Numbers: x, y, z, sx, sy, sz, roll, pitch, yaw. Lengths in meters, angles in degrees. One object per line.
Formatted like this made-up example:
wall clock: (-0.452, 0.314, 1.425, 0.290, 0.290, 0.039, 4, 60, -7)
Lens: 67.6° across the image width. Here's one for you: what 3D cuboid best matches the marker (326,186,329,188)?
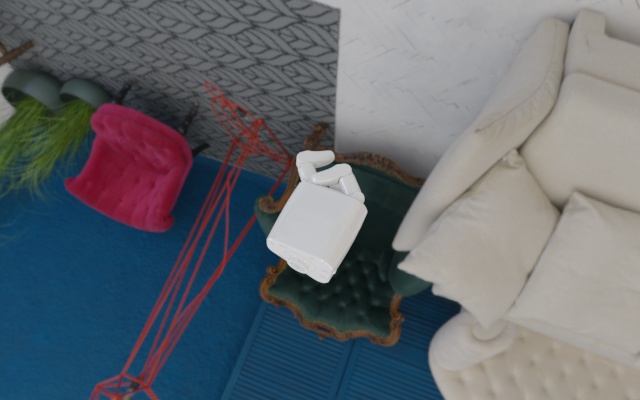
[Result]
marker: (0.000, 0.002, 0.772, 0.020, 0.020, 0.121, 0, -26, -5)
